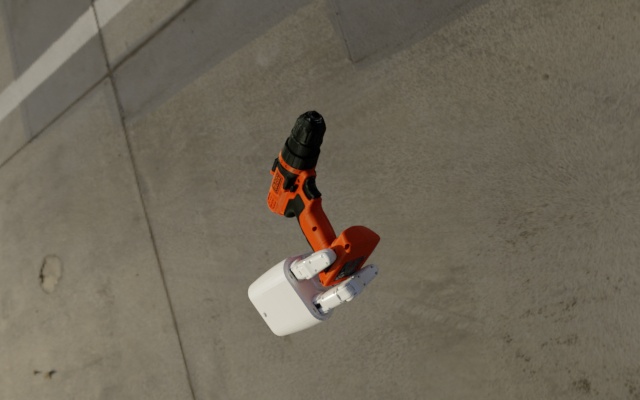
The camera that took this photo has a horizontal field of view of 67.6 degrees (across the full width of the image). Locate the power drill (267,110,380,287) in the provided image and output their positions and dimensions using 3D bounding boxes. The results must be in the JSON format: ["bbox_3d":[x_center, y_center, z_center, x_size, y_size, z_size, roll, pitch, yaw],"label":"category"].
[{"bbox_3d":[0.000,0.003,0.626,0.057,0.187,0.185,-15,-32,-30],"label":"power drill"}]
